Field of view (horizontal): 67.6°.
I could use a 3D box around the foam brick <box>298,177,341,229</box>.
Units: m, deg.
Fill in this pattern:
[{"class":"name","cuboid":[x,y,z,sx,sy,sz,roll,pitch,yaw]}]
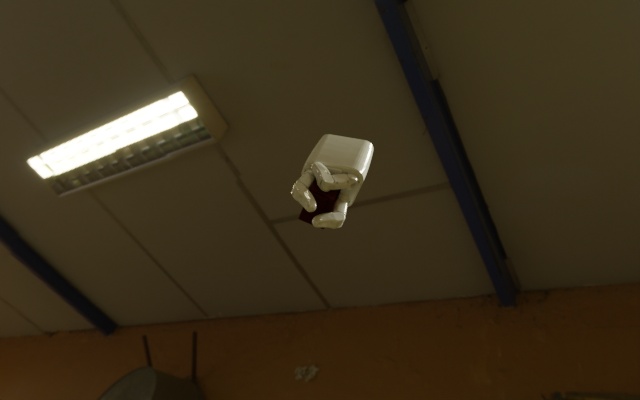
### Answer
[{"class":"foam brick","cuboid":[0.000,0.003,0.869,0.053,0.078,0.051,24,43,1]}]
